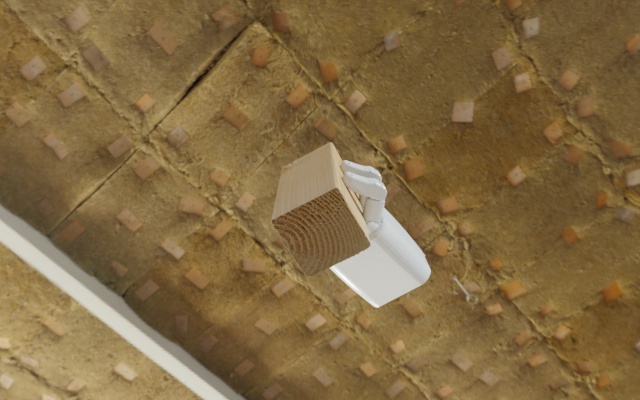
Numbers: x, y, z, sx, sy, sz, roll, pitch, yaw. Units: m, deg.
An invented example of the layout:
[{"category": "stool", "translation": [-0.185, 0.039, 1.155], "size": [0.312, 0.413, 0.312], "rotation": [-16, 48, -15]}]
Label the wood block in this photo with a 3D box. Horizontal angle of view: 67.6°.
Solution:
[{"category": "wood block", "translation": [0.000, 0.003, 0.653], "size": [0.091, 0.090, 0.206], "rotation": [-28, 19, 9]}]
